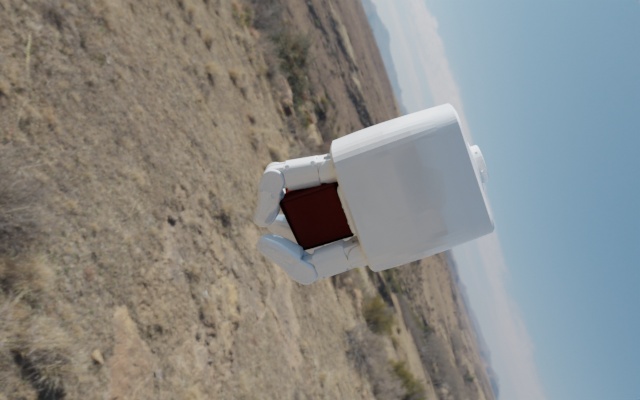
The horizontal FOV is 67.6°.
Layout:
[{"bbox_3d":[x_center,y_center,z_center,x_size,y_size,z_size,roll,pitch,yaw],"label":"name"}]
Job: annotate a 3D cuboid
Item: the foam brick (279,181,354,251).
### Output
[{"bbox_3d":[0.000,0.001,0.444,0.051,0.053,0.078,-19,22,13],"label":"foam brick"}]
